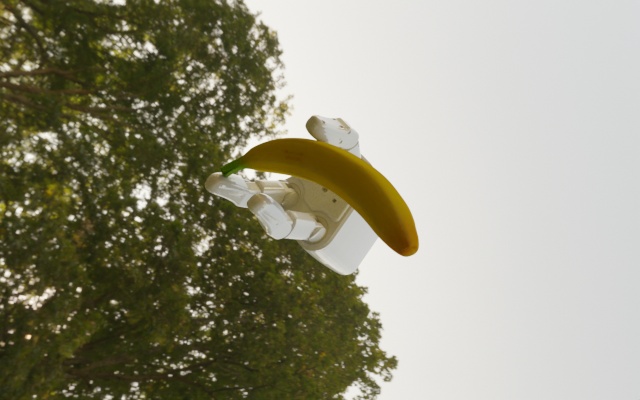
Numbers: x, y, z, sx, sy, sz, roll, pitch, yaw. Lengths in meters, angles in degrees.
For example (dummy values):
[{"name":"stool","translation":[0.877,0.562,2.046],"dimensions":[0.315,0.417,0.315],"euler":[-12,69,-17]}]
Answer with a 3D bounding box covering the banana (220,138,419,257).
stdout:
[{"name":"banana","translation":[0.007,-0.015,0.410],"dimensions":[0.197,0.069,0.037],"euler":[22,-17,30]}]
